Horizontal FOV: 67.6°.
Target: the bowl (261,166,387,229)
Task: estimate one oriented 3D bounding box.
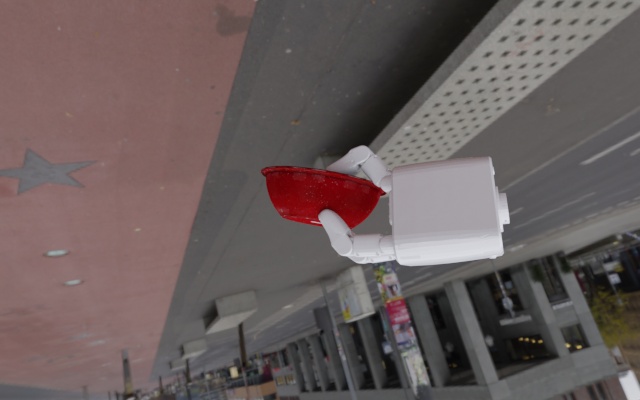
[{"bbox_3d":[-0.001,0.002,0.603,0.162,0.055,0.162,10,-7,1],"label":"bowl"}]
